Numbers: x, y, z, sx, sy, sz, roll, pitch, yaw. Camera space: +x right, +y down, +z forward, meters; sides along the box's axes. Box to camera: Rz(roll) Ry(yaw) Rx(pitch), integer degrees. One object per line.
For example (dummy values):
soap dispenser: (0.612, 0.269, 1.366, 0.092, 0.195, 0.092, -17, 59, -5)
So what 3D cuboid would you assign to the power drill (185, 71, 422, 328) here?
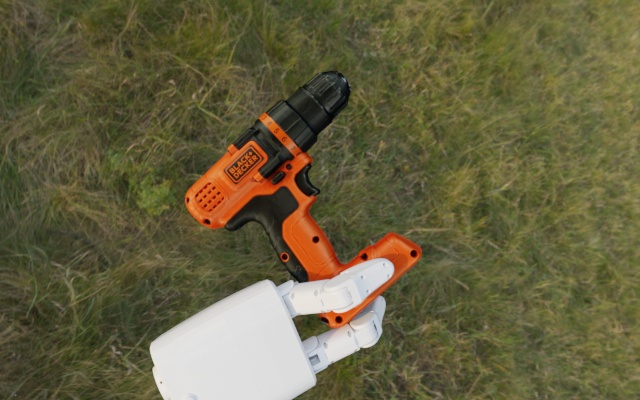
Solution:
power drill: (0.000, 0.002, 0.427, 0.184, 0.187, 0.057, -43, -6, 3)
